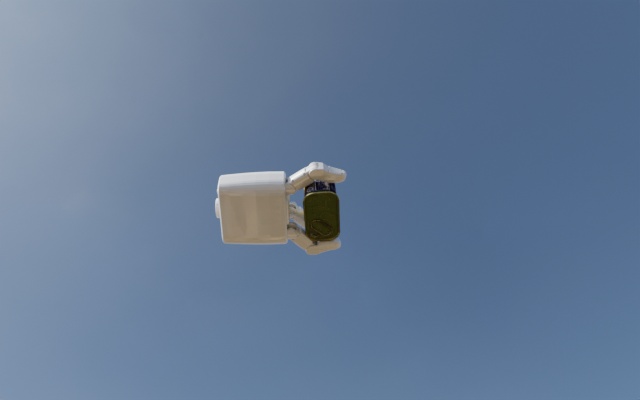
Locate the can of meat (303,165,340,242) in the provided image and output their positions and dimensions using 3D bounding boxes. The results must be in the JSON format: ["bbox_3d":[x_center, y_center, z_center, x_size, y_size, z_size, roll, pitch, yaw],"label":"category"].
[{"bbox_3d":[0.000,0.002,0.792,0.057,0.102,0.084,-4,38,-1],"label":"can of meat"}]
